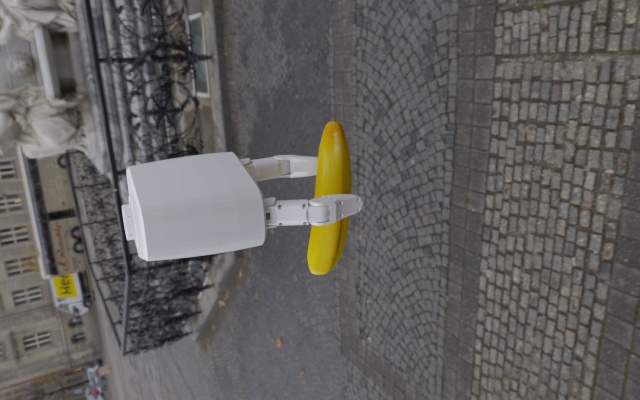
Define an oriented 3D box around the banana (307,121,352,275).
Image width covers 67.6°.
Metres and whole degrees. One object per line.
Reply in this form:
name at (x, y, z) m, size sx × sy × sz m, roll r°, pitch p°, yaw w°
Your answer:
banana at (0.006, 0.016, 0.511) m, size 0.037 × 0.198 × 0.069 m, roll -7°, pitch 40°, yaw -20°
